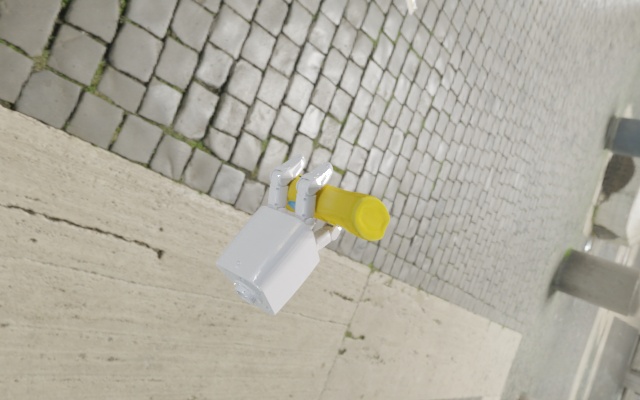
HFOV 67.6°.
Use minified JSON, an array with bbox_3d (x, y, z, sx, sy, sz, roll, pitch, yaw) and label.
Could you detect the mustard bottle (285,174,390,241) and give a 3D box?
[{"bbox_3d":[0.000,0.002,0.694,0.191,0.058,0.096,18,-7,38],"label":"mustard bottle"}]
